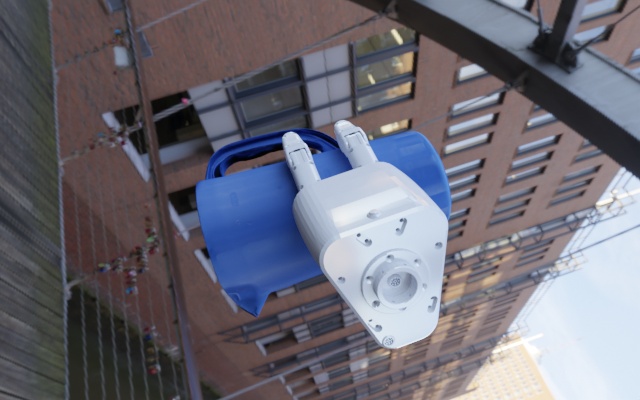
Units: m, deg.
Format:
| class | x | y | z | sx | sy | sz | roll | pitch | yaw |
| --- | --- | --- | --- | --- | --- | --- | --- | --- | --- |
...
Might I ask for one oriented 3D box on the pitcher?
| class | x | y | z | sx | sy | sz | roll | pitch | yaw |
| --- | --- | --- | --- | --- | --- | --- | --- | --- | --- |
| pitcher | 0.000 | 0.002 | 0.501 | 0.243 | 0.149 | 0.145 | -17 | 21 | -5 |
